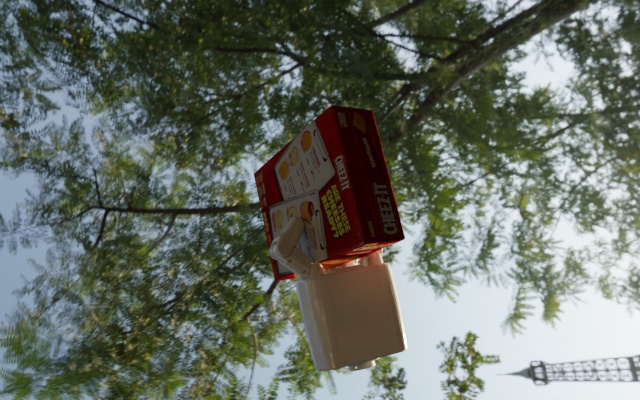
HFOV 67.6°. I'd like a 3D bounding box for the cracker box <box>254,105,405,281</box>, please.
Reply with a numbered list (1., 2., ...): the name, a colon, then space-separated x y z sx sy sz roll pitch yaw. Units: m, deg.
1. cracker box: 0.000 0.002 0.614 0.072 0.164 0.214 -3 -17 -35
